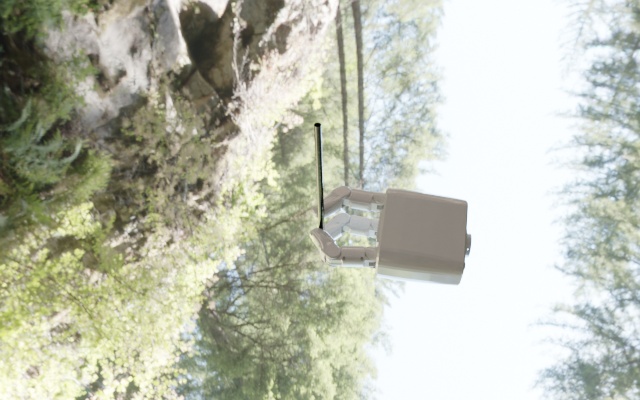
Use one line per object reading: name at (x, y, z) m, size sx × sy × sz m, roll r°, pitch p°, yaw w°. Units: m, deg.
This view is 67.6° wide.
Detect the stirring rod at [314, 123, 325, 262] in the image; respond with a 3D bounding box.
stirring rod at (0.000, 0.002, 0.595) m, size 0.011 × 0.011 × 0.240 m, roll 0°, pitch -43°, yaw 2°
